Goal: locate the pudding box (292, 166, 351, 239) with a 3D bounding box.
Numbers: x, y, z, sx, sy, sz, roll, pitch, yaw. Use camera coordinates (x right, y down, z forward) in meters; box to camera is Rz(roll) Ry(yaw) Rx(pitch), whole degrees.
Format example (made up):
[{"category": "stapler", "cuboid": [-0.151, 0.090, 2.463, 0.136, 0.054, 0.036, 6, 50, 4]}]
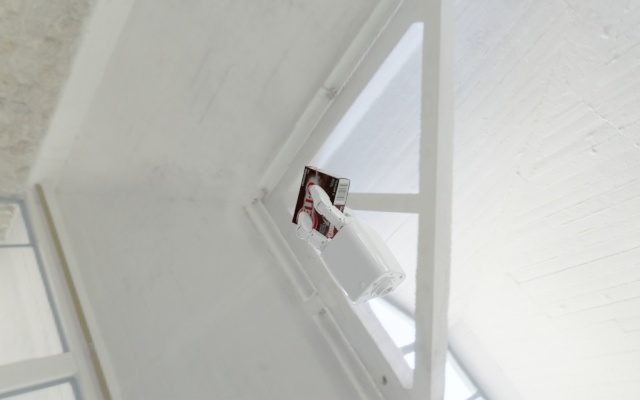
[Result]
[{"category": "pudding box", "cuboid": [0.000, 0.003, 0.864, 0.090, 0.113, 0.039, 23, 12, 40]}]
